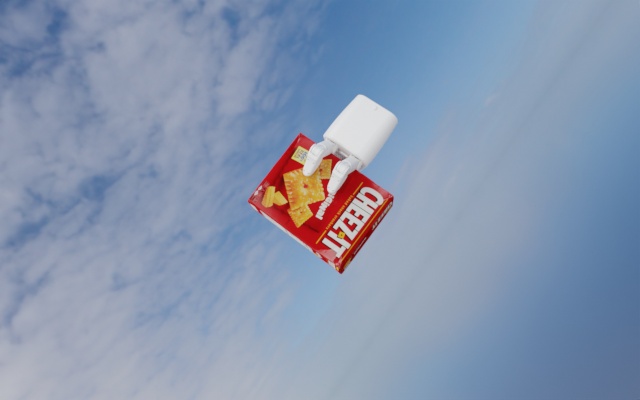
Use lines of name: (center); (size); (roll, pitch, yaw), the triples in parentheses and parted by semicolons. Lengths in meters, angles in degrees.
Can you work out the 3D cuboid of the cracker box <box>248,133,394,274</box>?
cracker box: (0.000, 0.003, 0.871); (0.213, 0.164, 0.072); (35, -9, 14)
